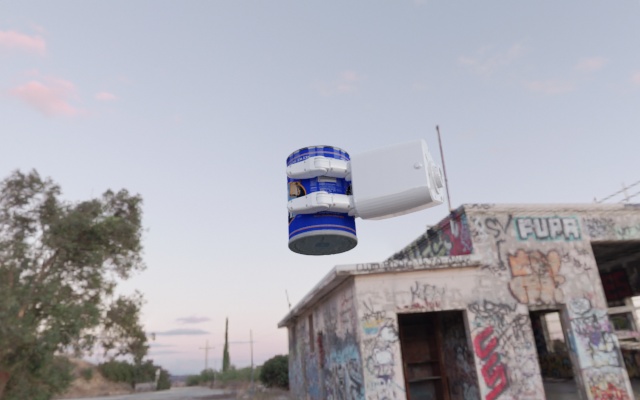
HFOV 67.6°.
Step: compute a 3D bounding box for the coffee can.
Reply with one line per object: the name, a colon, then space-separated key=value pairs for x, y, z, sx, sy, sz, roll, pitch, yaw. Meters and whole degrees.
coffee can: x=0.000 y=0.003 z=0.723 sx=0.103 sy=0.140 sz=0.103 roll=-3 pitch=-23 yaw=-1
